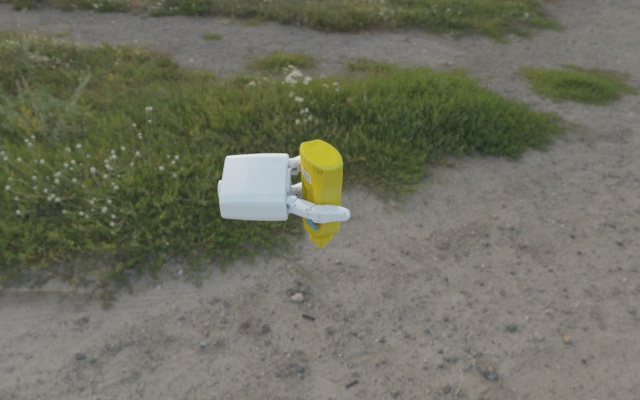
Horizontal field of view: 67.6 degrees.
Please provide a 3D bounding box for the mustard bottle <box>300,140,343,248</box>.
[{"bbox_3d":[0.000,0.002,0.797,0.058,0.192,0.096,-16,39,-21],"label":"mustard bottle"}]
